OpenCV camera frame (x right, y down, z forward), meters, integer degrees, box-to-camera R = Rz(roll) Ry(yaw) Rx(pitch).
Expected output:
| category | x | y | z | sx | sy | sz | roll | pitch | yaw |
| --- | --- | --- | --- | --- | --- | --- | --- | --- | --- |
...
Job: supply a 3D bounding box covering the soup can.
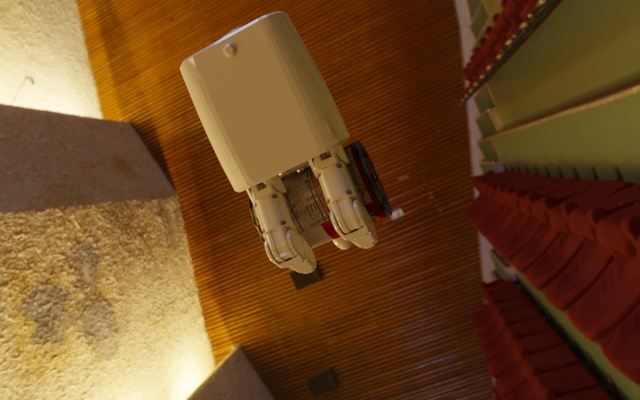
| category | x | y | z | sx | sy | sz | roll | pitch | yaw |
| --- | --- | --- | --- | --- | --- | --- | --- | --- | --- |
| soup can | 0.000 | 0.002 | 0.403 | 0.102 | 0.068 | 0.068 | -24 | -5 | 12 |
